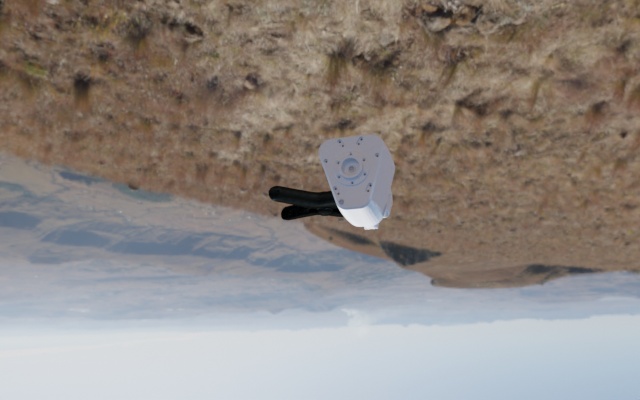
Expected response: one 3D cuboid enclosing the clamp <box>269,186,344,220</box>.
[{"bbox_3d":[0.000,0.003,0.777,0.171,0.039,0.120,-5,-15,14],"label":"clamp"}]
